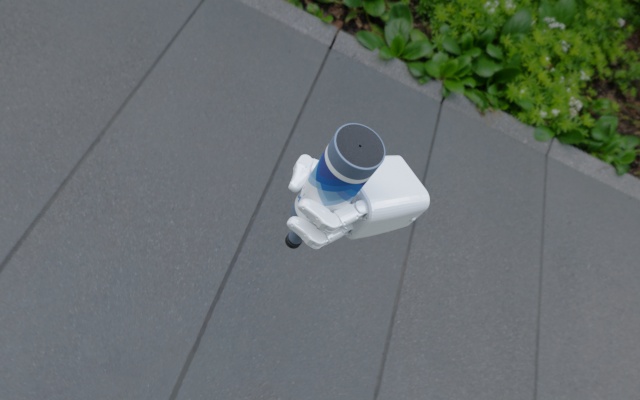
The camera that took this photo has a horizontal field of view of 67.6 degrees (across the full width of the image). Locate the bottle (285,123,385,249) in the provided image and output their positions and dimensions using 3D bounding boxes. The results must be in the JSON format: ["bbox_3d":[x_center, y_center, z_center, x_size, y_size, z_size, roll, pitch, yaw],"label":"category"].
[{"bbox_3d":[0.000,0.002,0.688,0.069,0.069,0.296,0,-27,-21],"label":"bottle"}]
